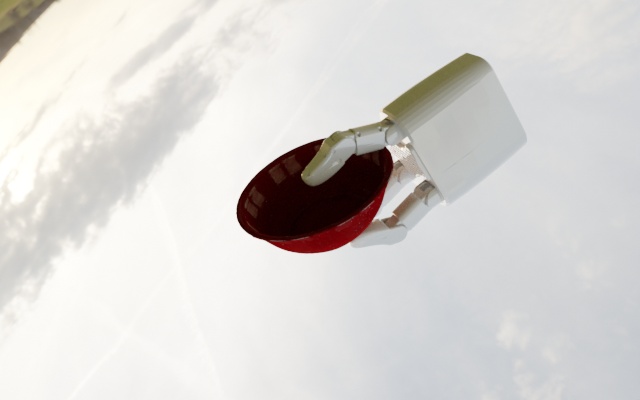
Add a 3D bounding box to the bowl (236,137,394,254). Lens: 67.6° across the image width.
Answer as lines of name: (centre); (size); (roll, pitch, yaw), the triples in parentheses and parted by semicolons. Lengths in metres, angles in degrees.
bowl: (-0.001, 0.002, 0.477); (0.162, 0.055, 0.162); (-16, 35, 11)
